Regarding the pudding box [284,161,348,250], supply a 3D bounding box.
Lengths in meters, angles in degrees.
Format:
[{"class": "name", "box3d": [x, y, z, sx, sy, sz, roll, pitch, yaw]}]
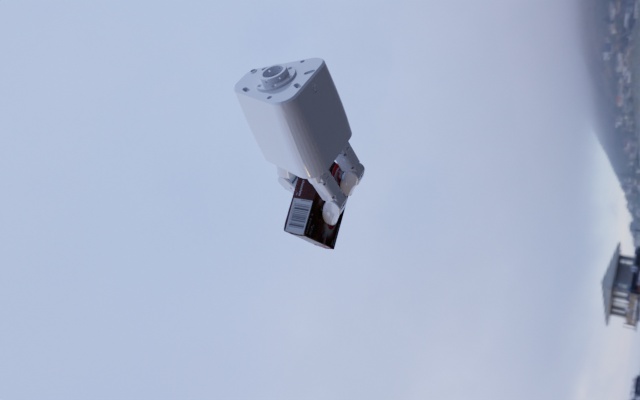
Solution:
[{"class": "pudding box", "box3d": [0.000, 0.002, 0.652, 0.039, 0.113, 0.090, 12, -10, 32]}]
